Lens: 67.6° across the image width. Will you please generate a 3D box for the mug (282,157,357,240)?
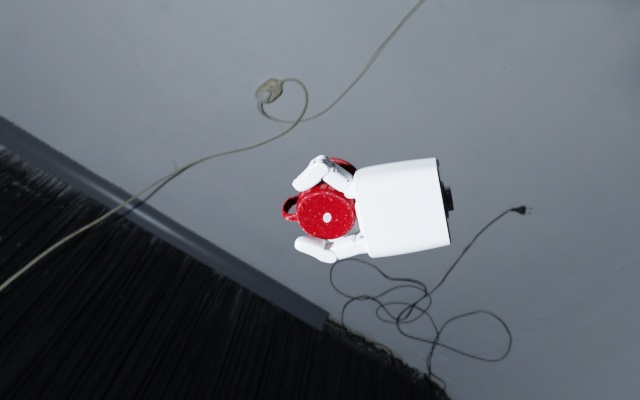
[{"bbox_3d":[-0.001,0.002,0.664,0.117,0.093,0.081,-10,31,16],"label":"mug"}]
